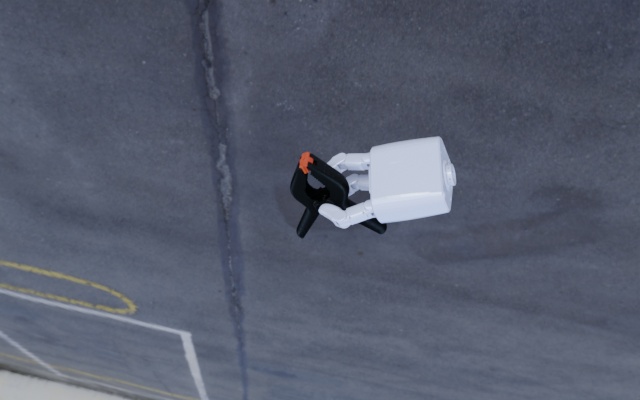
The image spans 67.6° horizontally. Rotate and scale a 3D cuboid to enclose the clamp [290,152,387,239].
[{"bbox_3d":[0.000,0.003,0.782,0.164,0.036,0.210,-10,-40,24],"label":"clamp"}]
